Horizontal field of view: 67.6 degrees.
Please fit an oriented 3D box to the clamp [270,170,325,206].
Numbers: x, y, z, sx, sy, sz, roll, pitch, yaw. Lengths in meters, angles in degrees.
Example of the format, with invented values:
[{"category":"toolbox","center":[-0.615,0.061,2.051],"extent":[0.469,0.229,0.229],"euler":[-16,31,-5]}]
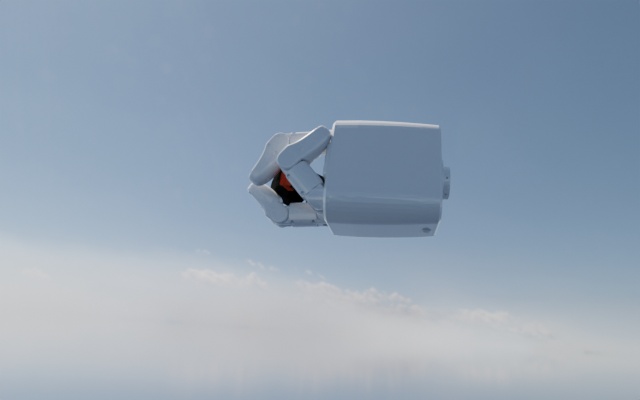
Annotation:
[{"category":"clamp","center":[0.000,0.001,0.562],"extent":[0.120,0.039,0.171],"euler":[3,-15,9]}]
